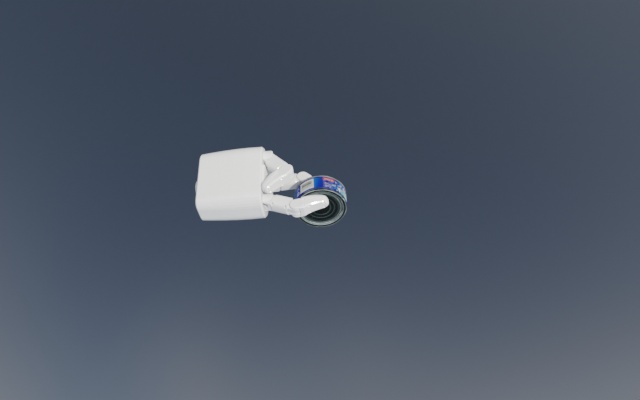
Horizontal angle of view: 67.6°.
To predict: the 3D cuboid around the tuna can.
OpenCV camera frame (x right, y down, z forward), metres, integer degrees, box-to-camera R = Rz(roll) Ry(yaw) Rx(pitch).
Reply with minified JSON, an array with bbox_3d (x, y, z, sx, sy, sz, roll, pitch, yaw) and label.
[{"bbox_3d":[0.000,0.003,0.772,0.086,0.086,0.033,0,42,-3],"label":"tuna can"}]
